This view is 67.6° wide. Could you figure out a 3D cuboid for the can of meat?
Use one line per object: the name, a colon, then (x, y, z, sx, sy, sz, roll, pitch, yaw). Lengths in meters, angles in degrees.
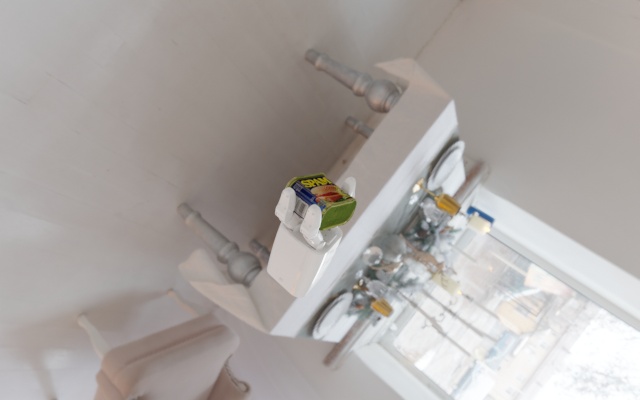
can of meat: (0.000, 0.003, 0.793, 0.084, 0.057, 0.102, 38, 29, 27)
